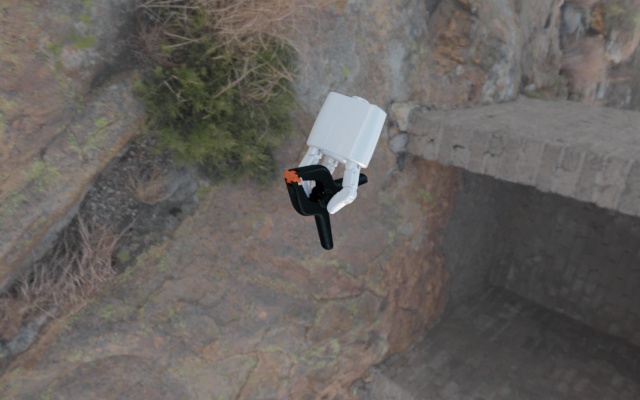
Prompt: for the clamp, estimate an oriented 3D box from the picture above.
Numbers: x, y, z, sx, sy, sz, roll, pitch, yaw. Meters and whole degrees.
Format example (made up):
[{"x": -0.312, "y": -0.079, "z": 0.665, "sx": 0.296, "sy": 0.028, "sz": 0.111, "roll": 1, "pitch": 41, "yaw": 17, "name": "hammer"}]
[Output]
[{"x": 0.001, "y": 0.003, "z": 0.864, "sx": 0.036, "sy": 0.164, "sz": 0.210, "roll": 23, "pitch": 1, "yaw": 37, "name": "clamp"}]
